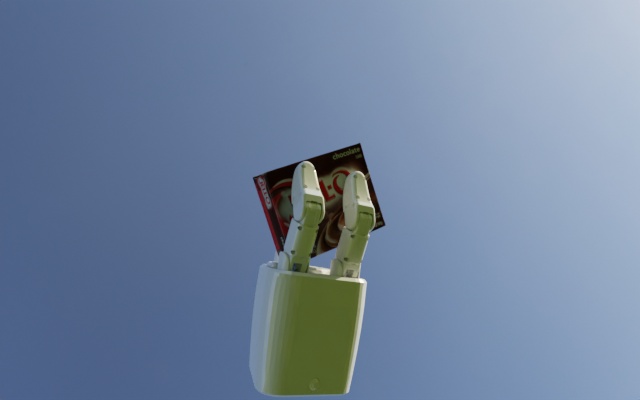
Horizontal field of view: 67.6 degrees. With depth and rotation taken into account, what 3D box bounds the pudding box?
[{"bbox_3d":[0.000,0.002,0.472,0.113,0.090,0.039,-21,7,-29],"label":"pudding box"}]
